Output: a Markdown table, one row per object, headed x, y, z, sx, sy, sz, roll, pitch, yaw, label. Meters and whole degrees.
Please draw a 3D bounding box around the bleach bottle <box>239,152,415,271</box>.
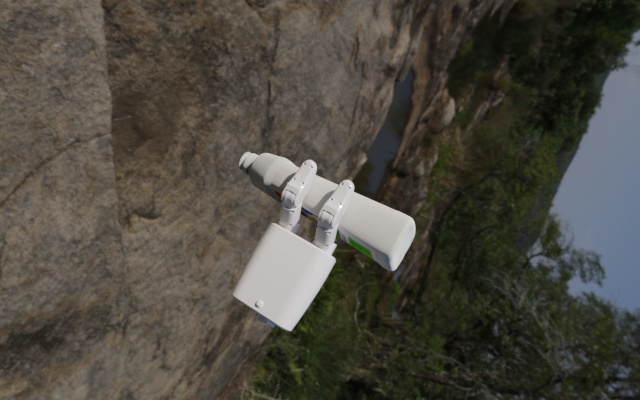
| x | y | z | sx | sy | sz | roll | pitch | yaw | label |
| --- | --- | --- | --- | --- | --- | --- | --- | --- | --- |
| 0.000 | 0.002 | 0.639 | 0.251 | 0.068 | 0.103 | 28 | -10 | 19 | bleach bottle |
